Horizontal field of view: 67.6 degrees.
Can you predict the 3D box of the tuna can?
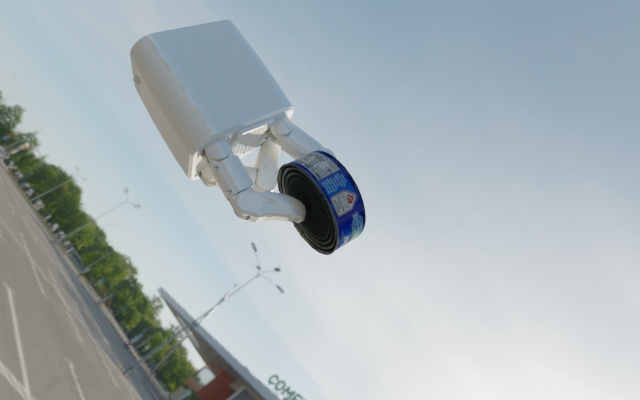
[{"bbox_3d":[0.001,0.001,0.411,0.033,0.086,0.086,-28,13,-25],"label":"tuna can"}]
